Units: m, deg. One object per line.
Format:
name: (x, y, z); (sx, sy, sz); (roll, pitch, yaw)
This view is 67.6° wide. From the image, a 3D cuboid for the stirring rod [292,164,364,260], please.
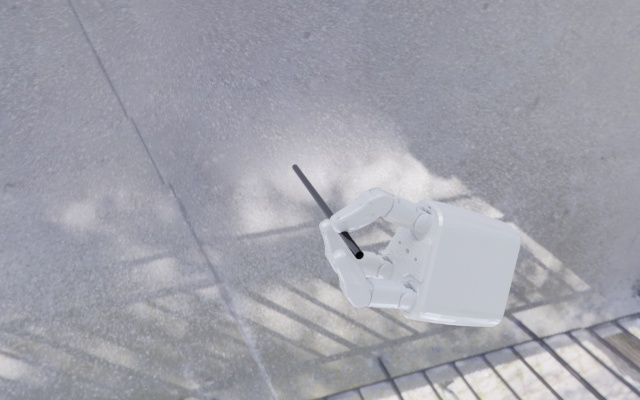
stirring rod: (0.000, 0.002, 0.509); (0.011, 0.011, 0.239); (0, 22, -17)
